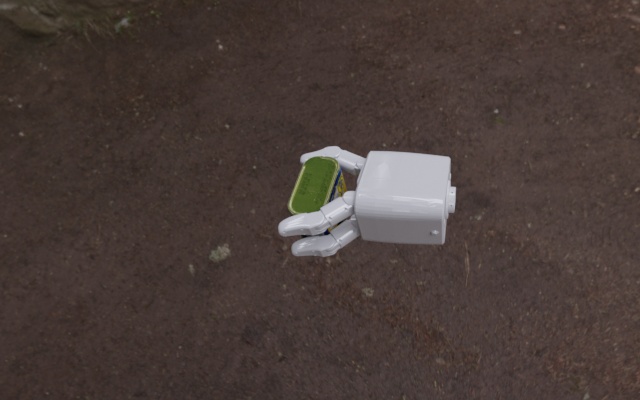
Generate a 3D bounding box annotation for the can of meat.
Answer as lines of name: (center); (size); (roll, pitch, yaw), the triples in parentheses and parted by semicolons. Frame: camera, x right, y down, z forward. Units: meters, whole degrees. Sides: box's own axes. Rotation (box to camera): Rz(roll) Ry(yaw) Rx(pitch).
can of meat: (0.000, 0.002, 0.649); (0.057, 0.102, 0.084); (8, -30, 19)
